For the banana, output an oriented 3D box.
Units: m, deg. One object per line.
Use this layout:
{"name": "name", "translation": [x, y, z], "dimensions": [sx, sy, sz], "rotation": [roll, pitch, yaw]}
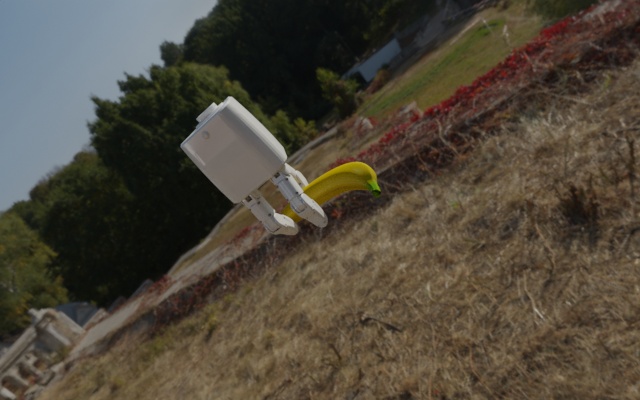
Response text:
{"name": "banana", "translation": [0.009, -0.011, 0.671], "dimensions": [0.198, 0.069, 0.037], "rotation": [-23, -61, 43]}
